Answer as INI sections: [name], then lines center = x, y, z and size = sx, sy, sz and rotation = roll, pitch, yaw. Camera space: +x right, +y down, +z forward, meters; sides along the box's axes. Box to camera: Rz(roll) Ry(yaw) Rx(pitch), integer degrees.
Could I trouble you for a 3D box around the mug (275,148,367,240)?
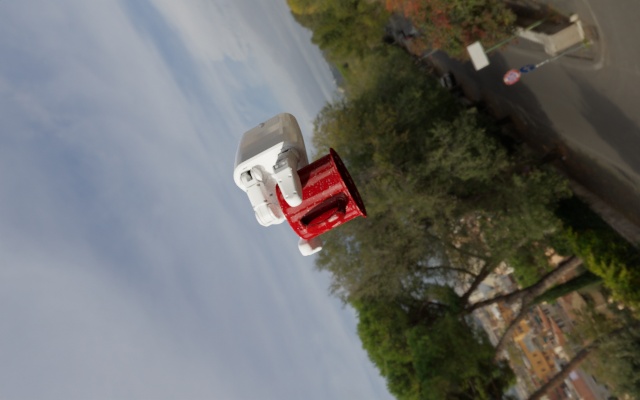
[mug]
center = 0.000, 0.003, 0.566
size = 0.081, 0.093, 0.117
rotation = -27, 30, 10
